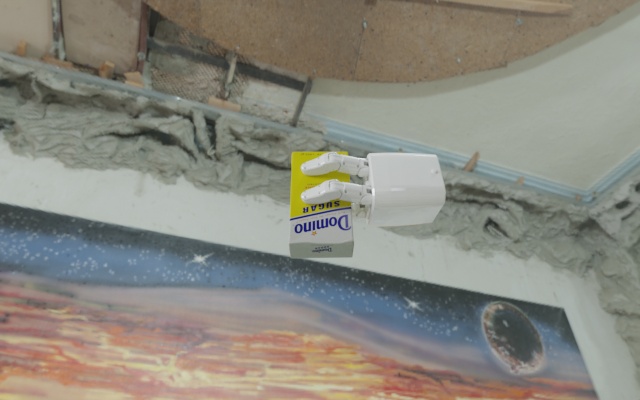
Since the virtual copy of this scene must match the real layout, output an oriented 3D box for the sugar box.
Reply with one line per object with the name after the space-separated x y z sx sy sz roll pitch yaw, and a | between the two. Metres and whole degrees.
0.000 0.002 0.723 0.093 0.176 0.048 -1 -40 -1 | sugar box
